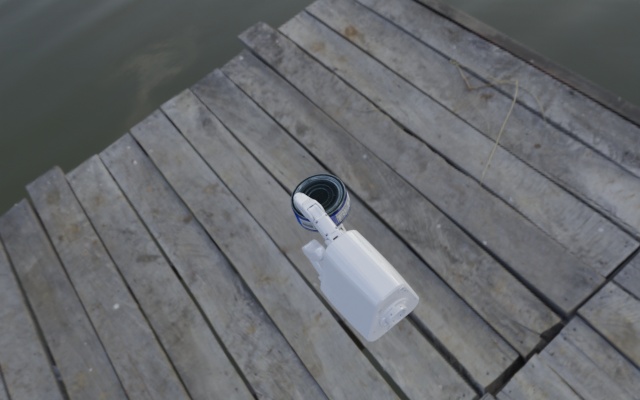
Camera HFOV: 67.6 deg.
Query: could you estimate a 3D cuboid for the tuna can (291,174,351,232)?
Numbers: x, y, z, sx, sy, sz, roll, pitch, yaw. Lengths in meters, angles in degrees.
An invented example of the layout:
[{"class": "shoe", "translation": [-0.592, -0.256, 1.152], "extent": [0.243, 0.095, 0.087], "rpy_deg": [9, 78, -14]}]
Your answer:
[{"class": "tuna can", "translation": [0.000, 0.002, 0.705], "extent": [0.086, 0.086, 0.034], "rpy_deg": [0, -35, 17]}]
